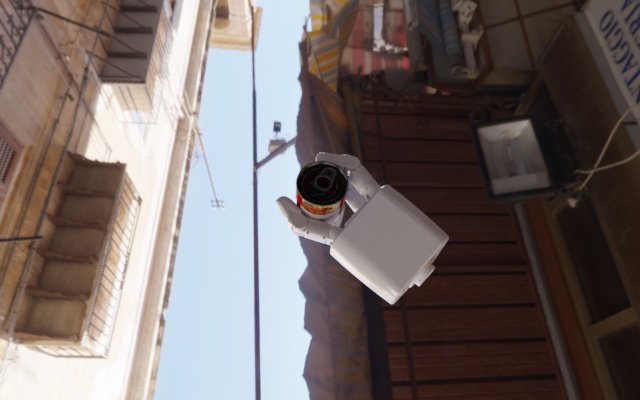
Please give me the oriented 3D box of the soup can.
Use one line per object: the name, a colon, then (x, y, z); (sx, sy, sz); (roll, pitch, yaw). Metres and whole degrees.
soup can: (0.000, 0.002, 0.654); (0.068, 0.068, 0.102); (0, -29, -3)
